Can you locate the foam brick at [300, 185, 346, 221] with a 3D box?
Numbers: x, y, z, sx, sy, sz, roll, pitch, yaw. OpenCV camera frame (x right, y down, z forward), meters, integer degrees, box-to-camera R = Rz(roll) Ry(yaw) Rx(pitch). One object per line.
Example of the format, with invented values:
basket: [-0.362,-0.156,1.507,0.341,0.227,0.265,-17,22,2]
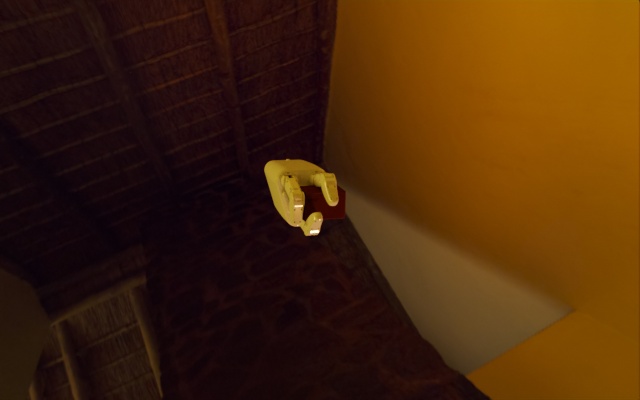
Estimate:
foam brick: [0.000,0.003,0.854,0.078,0.053,0.051,-3,18,-20]
